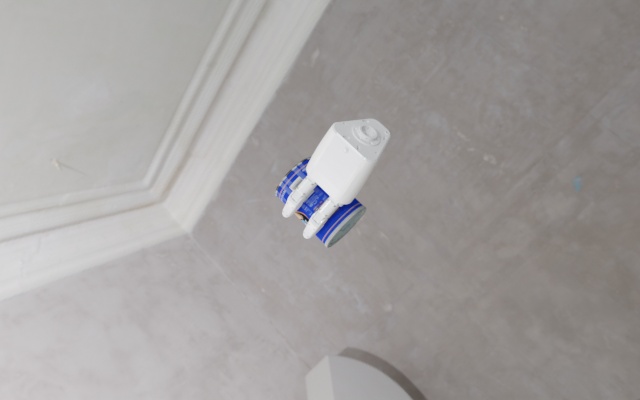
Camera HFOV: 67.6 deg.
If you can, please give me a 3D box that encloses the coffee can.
[{"bbox_3d":[0.000,0.003,0.888,0.140,0.103,0.103,44,12,12],"label":"coffee can"}]
